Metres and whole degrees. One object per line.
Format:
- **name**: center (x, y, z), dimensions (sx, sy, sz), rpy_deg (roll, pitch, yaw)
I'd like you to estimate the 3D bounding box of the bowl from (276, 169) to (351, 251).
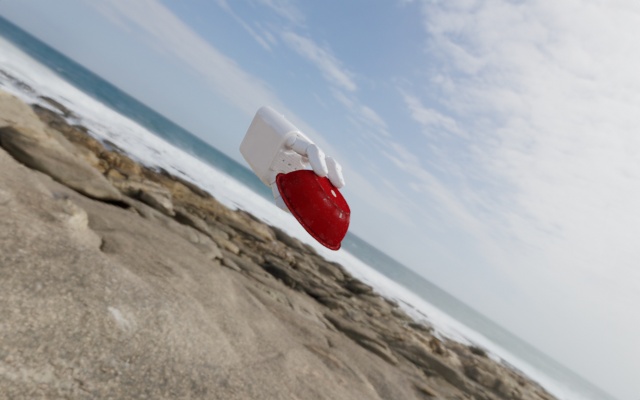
- **bowl**: center (0.001, 0.003, 0.783), dimensions (0.055, 0.162, 0.162), rpy_deg (-38, -11, 14)
